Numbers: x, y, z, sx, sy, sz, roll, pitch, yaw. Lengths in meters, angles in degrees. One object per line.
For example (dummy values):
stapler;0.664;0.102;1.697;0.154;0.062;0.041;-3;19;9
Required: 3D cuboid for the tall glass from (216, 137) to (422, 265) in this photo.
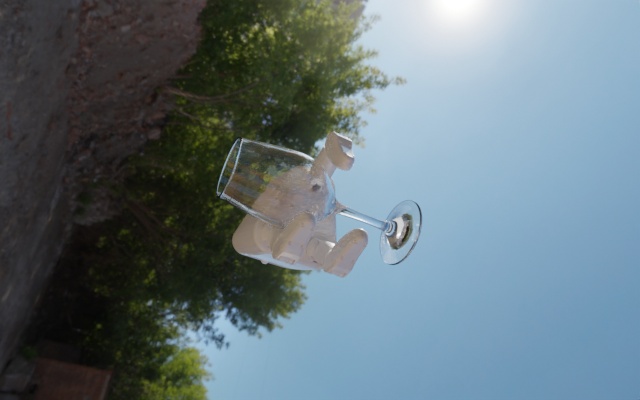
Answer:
tall glass;0.001;0.002;0.484;0.201;0.079;0.079;21;-8;-21
